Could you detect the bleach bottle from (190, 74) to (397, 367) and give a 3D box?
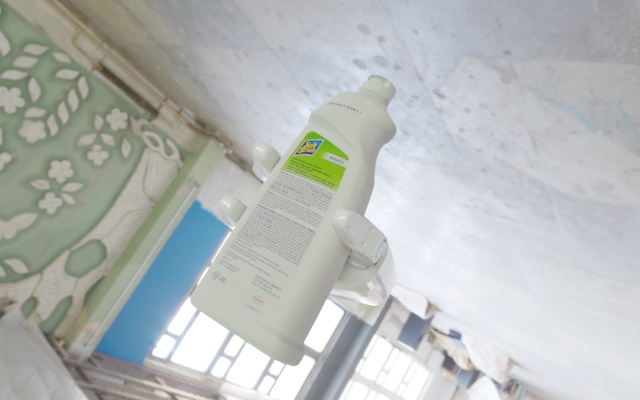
[{"bbox_3d":[0.000,0.001,0.404,0.102,0.250,0.068,25,-15,24],"label":"bleach bottle"}]
